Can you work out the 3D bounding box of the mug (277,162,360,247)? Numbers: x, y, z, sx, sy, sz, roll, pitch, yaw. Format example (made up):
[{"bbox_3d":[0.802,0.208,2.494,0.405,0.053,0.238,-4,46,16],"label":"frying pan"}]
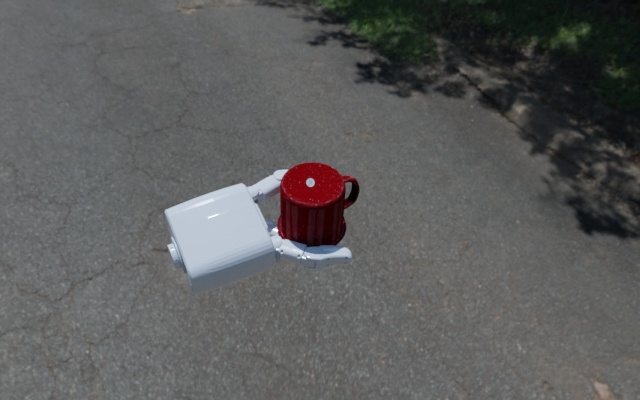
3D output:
[{"bbox_3d":[0.001,0.001,0.616,0.117,0.082,0.093,-20,50,-20],"label":"mug"}]
